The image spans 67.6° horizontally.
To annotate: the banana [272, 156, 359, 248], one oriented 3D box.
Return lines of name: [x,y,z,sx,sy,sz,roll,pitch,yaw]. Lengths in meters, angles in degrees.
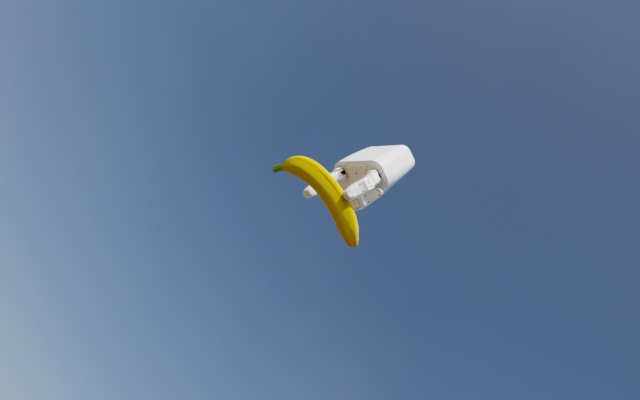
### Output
banana: [0.005,-0.011,0.791,0.037,0.197,0.070,-32,-18,-43]
